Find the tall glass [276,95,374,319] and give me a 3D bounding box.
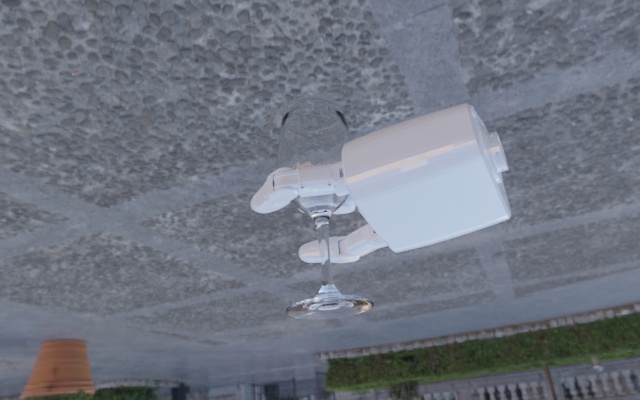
[{"bbox_3d":[0.000,0.002,0.441,0.079,0.201,0.079,-5,-25,-2],"label":"tall glass"}]
